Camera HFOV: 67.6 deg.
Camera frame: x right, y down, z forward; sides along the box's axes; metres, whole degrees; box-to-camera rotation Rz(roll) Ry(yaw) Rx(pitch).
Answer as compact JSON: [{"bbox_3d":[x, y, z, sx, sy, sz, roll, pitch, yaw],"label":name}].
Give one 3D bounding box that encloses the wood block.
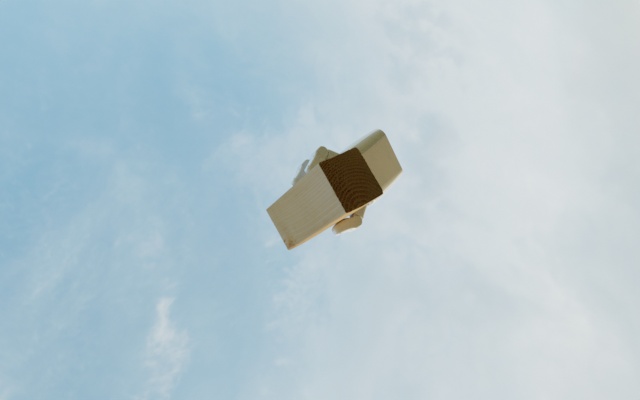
[{"bbox_3d":[0.001,0.003,0.824,0.090,0.091,0.206,-26,-6,-36],"label":"wood block"}]
